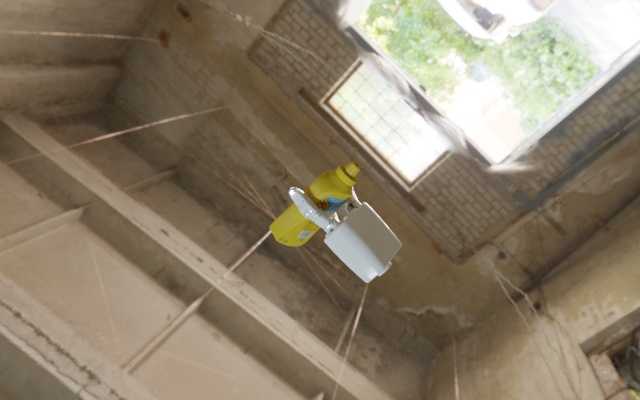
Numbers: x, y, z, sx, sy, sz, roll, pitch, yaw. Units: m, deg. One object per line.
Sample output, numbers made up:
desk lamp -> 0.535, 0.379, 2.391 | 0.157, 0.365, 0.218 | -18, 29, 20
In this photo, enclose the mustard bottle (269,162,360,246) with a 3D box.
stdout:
mustard bottle -> 0.000, 0.003, 0.852 | 0.192, 0.058, 0.096 | -45, -28, 22
